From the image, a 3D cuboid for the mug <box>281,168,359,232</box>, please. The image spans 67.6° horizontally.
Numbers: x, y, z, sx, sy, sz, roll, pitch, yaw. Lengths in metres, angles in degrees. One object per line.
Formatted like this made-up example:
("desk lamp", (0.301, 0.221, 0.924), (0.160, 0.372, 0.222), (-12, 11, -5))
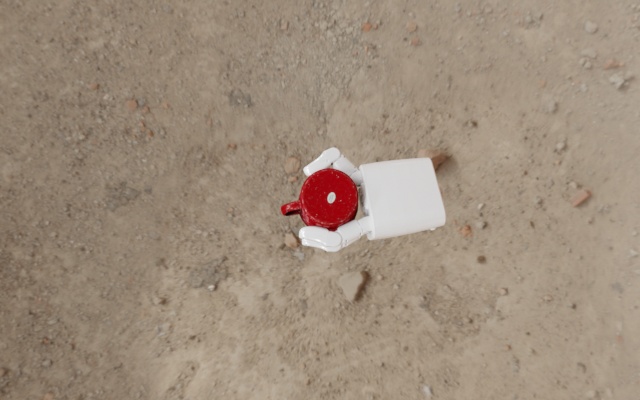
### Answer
("mug", (-0.001, 0.002, 0.691), (0.117, 0.093, 0.081), (-9, -8, -2))
